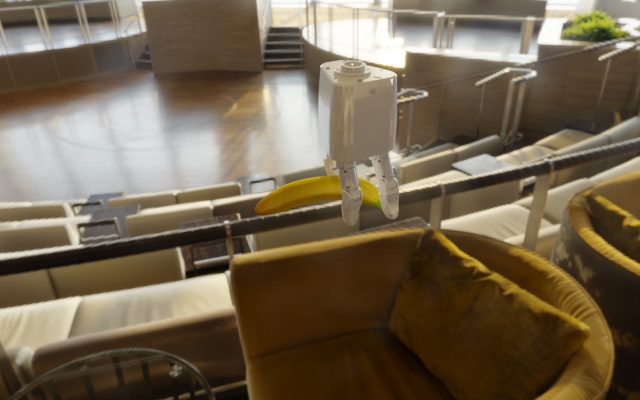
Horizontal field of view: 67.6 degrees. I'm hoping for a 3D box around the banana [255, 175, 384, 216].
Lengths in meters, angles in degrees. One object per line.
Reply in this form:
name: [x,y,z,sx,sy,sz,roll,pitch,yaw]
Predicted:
banana: [0.002,-0.009,0.711,0.198,0.037,0.069,-2,36,-3]
